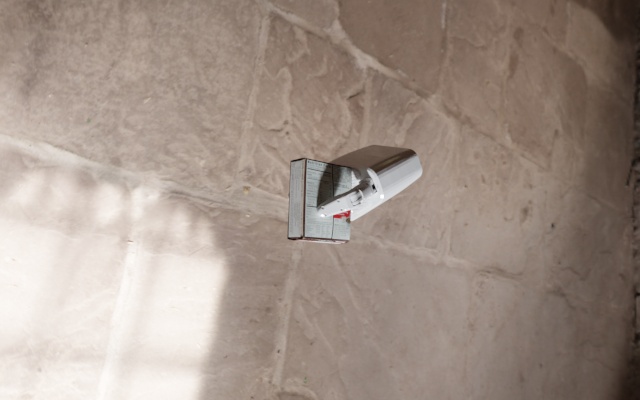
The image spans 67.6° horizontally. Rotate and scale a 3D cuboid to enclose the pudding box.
[{"bbox_3d":[0.000,0.002,0.670,0.090,0.113,0.039,8,-12,-40],"label":"pudding box"}]
